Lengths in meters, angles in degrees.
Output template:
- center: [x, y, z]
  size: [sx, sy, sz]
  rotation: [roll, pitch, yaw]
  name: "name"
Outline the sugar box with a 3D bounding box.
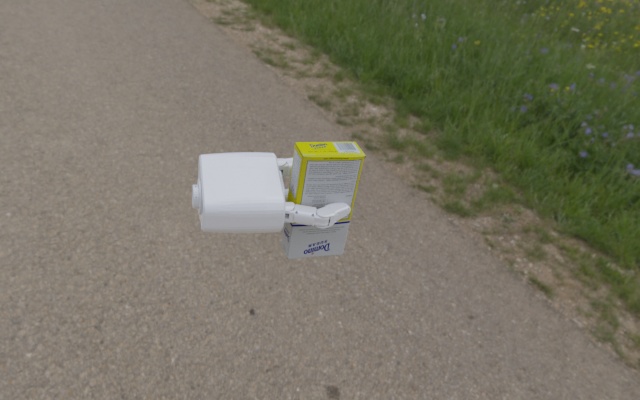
- center: [0.000, 0.002, 0.689]
  size: [0.093, 0.176, 0.048]
  rotation: [-2, 37, -20]
  name: "sugar box"
